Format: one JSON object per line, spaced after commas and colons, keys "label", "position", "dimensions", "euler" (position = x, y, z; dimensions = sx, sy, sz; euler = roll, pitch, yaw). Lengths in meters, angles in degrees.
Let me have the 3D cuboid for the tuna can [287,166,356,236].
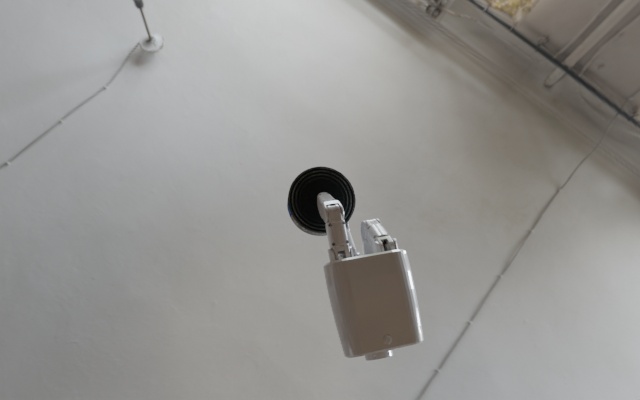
{"label": "tuna can", "position": [0.000, 0.002, 0.615], "dimensions": [0.086, 0.086, 0.034], "euler": [0, -13, -7]}
